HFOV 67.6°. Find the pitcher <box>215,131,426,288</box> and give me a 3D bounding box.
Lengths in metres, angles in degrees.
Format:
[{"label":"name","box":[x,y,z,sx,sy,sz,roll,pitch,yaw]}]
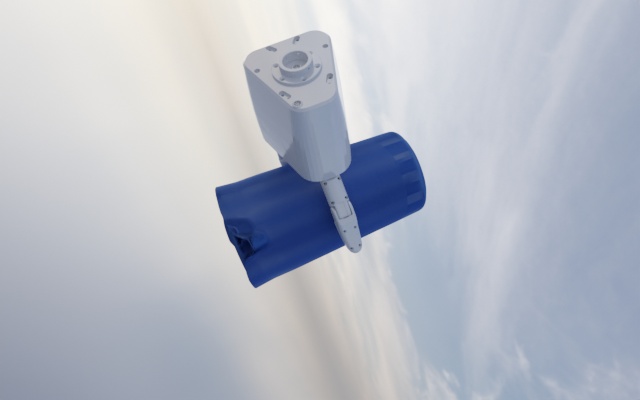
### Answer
[{"label":"pitcher","box":[0.000,0.002,0.607,0.243,0.149,0.145,-21,-36,-5]}]
